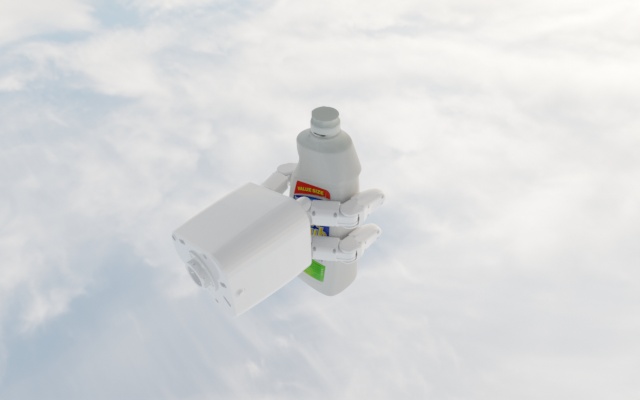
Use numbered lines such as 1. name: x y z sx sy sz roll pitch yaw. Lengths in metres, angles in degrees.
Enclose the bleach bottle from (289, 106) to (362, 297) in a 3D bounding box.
1. bleach bottle: 0.000 0.002 0.562 0.102 0.251 0.068 33 53 31
